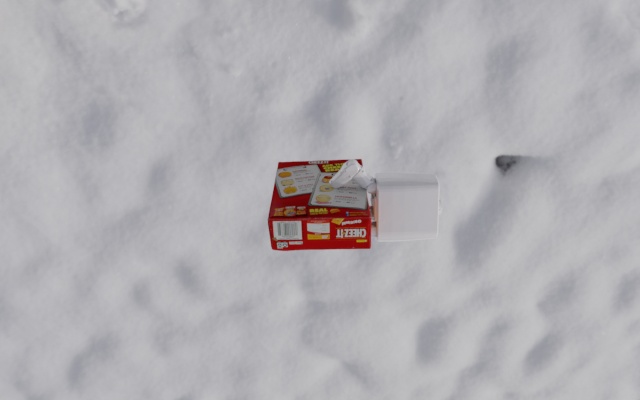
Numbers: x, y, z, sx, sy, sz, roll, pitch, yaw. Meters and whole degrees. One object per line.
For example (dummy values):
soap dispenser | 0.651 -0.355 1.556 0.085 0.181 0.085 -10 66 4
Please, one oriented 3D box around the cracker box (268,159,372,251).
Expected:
cracker box | 0.000 0.003 0.843 0.164 0.072 0.213 -2 29 1
